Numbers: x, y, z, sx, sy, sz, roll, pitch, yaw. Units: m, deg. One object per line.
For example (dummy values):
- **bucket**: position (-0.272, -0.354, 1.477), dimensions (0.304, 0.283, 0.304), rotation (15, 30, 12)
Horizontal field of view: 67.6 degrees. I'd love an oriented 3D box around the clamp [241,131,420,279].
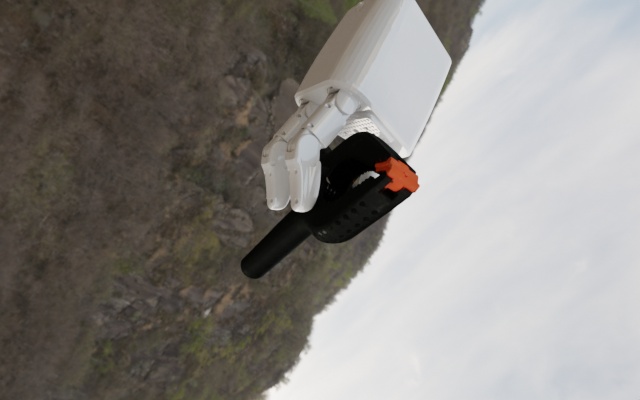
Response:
- **clamp**: position (0.001, 0.001, 0.404), dimensions (0.036, 0.164, 0.210), rotation (29, -12, -24)
